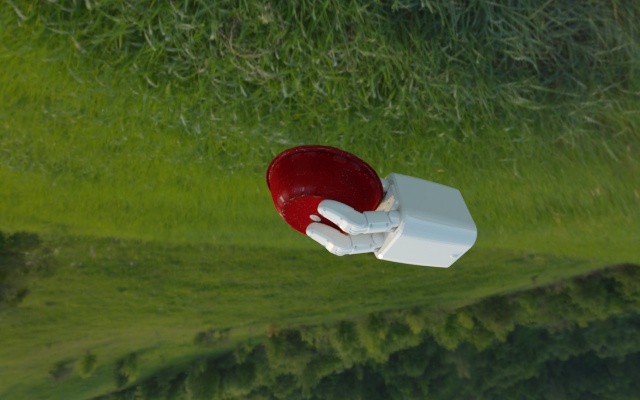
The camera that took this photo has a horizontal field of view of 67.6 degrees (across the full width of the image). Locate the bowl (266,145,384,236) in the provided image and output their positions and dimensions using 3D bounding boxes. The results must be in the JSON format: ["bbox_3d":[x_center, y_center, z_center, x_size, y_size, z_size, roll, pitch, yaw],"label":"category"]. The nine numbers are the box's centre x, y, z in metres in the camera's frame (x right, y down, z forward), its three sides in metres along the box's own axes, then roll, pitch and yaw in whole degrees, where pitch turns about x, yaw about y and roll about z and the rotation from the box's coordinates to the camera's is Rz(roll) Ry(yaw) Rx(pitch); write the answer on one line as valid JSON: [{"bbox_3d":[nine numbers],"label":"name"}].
[{"bbox_3d":[-0.001,0.002,0.632,0.162,0.055,0.162,8,-38,7],"label":"bowl"}]
